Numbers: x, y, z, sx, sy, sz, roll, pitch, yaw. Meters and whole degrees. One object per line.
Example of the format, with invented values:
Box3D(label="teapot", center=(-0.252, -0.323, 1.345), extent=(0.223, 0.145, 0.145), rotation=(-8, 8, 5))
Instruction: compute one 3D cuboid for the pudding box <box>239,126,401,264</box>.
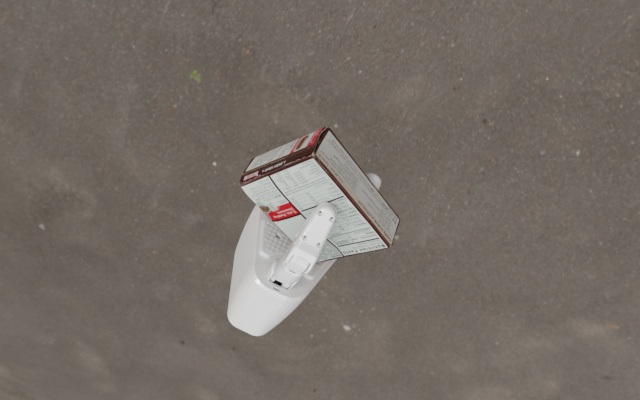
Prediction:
Box3D(label="pudding box", center=(0.000, 0.001, 0.405), extent=(0.090, 0.039, 0.113), rotation=(-18, -54, 38))
